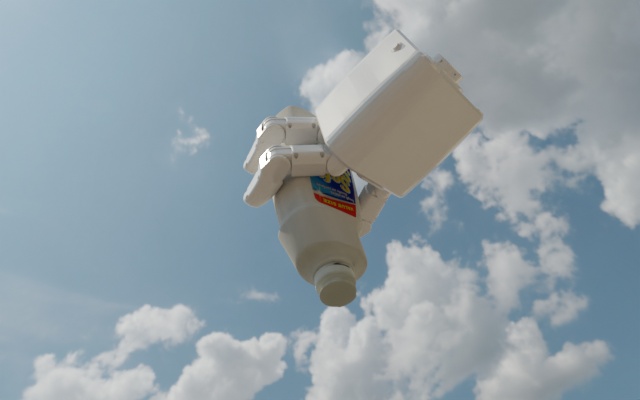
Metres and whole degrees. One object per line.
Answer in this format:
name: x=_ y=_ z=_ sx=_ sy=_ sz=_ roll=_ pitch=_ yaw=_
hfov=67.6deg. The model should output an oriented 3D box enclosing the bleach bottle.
bleach bottle: x=0.000 y=0.001 z=0.455 sx=0.102 sy=0.068 sz=0.250 roll=34 pitch=23 yaw=-29
